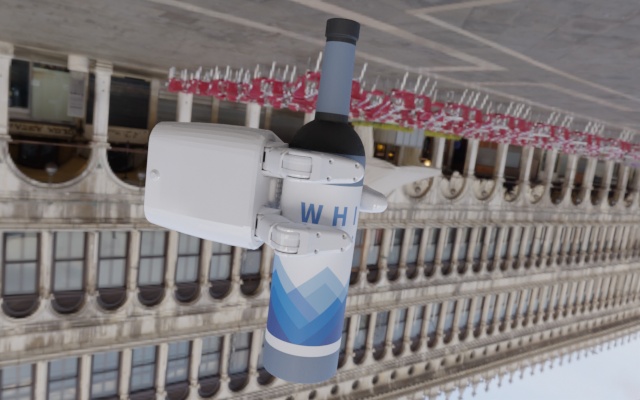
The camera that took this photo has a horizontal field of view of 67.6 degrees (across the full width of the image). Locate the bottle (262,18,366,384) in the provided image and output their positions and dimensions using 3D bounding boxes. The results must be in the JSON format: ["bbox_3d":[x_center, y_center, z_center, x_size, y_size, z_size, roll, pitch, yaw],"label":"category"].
[{"bbox_3d":[0.000,0.002,0.404,0.069,0.296,0.069,7,8,-1],"label":"bottle"}]
